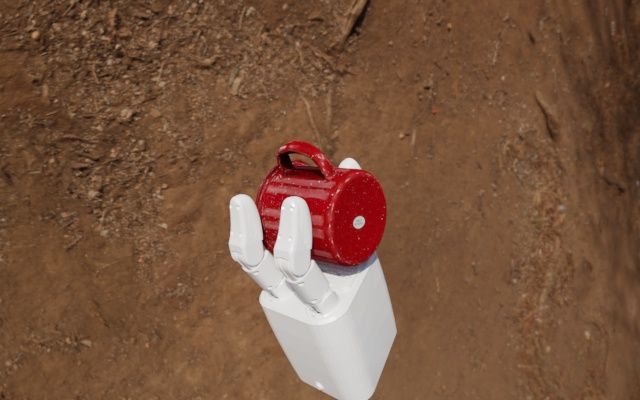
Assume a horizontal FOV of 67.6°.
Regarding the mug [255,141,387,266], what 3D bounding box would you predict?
[{"bbox_3d":[0.000,0.000,0.411,0.081,0.117,0.093,7,37,42],"label":"mug"}]
